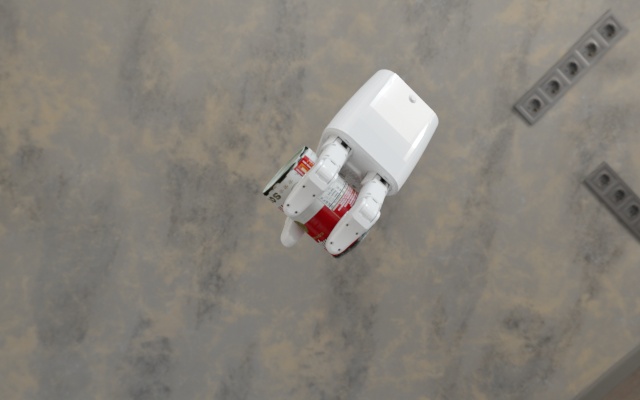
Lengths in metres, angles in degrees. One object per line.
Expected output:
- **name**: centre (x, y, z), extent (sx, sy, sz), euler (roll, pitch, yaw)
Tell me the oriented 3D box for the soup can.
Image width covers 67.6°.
- **soup can**: centre (0.000, 0.002, 0.491), extent (0.102, 0.068, 0.068), euler (42, -9, -10)
